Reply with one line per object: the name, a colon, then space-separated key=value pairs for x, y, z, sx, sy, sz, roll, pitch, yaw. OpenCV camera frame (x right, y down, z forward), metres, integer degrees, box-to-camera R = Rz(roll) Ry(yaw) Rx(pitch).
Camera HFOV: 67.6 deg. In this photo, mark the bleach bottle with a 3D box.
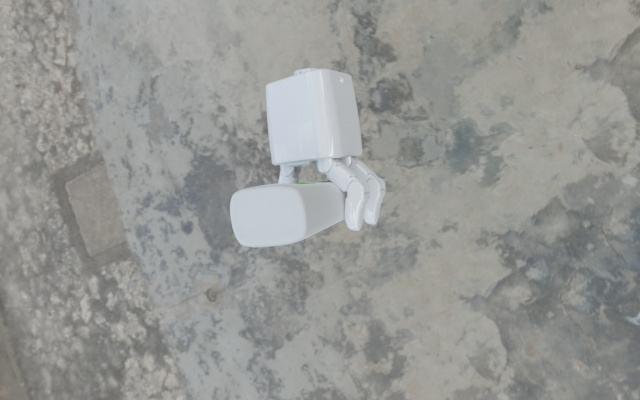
bleach bottle: x=0.000 y=0.002 z=0.623 sx=0.102 sy=0.068 sz=0.251 roll=-6 pitch=4 yaw=29
